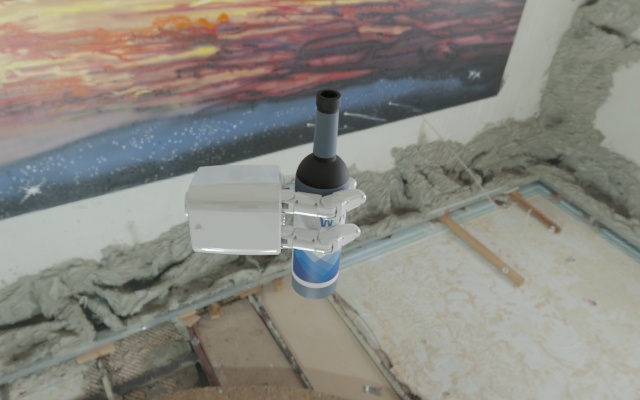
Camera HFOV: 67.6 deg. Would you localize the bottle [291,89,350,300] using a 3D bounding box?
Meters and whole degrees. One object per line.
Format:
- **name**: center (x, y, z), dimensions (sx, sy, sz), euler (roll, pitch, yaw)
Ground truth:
- **bottle**: center (0.000, 0.002, 0.605), dimensions (0.069, 0.296, 0.069), euler (3, 37, -2)
